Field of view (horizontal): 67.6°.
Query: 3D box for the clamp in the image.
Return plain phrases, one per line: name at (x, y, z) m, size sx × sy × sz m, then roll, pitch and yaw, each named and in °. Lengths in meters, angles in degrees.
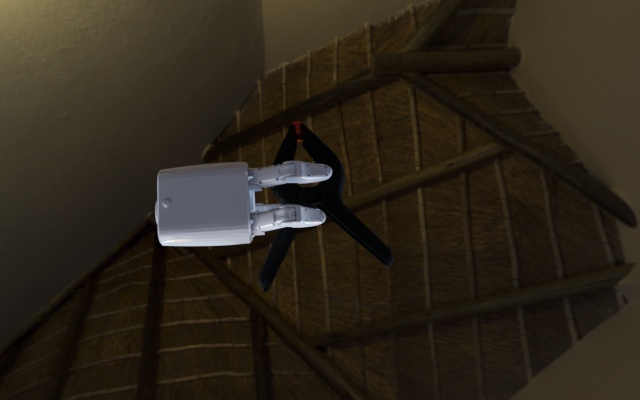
clamp at (0.000, 0.002, 0.595) m, size 0.164 × 0.210 × 0.036 m, roll -3°, pitch -14°, yaw -8°
